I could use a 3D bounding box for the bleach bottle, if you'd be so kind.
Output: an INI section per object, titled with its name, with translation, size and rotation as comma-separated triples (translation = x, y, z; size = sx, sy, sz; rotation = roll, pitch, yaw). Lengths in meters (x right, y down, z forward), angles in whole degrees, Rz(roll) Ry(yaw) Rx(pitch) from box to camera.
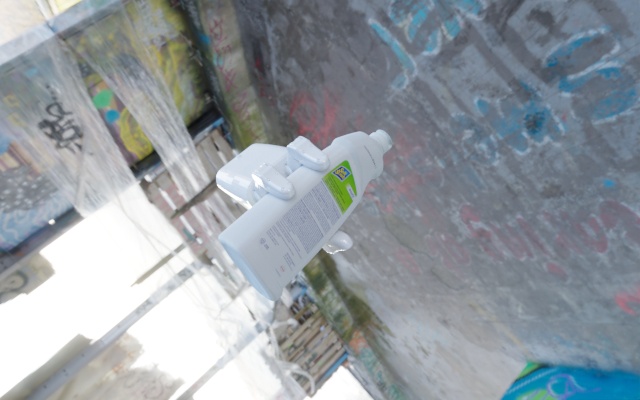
[bleach bottle]
translation = 0.000, 0.002, 0.593
size = 0.250, 0.103, 0.068
rotation = -41, 33, -21
